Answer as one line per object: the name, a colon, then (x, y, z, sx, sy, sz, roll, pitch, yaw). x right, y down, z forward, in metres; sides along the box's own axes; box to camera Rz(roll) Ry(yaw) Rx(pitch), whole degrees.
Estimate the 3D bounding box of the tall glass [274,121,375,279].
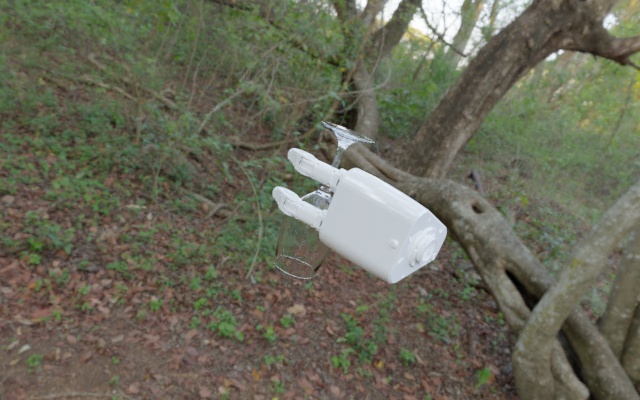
tall glass: (0.000, 0.001, 0.634, 0.079, 0.201, 0.079, 21, 14, -5)
